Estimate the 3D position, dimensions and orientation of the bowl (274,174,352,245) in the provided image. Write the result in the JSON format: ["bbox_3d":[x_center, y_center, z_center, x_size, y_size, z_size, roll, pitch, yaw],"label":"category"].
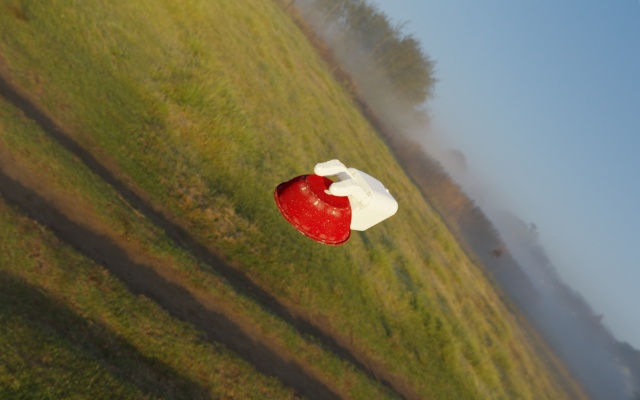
[{"bbox_3d":[0.000,0.003,0.851,0.162,0.055,0.162,27,30,-17],"label":"bowl"}]
